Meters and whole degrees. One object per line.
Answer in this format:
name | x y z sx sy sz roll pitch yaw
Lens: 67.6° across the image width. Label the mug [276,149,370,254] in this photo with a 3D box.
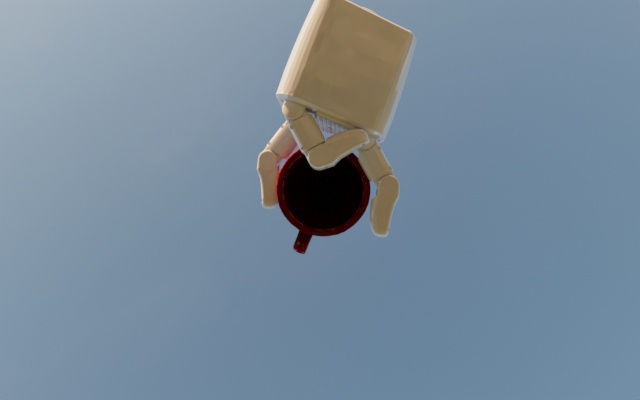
mug | 0.000 0.003 0.509 0.093 0.117 0.081 20 -1 3
